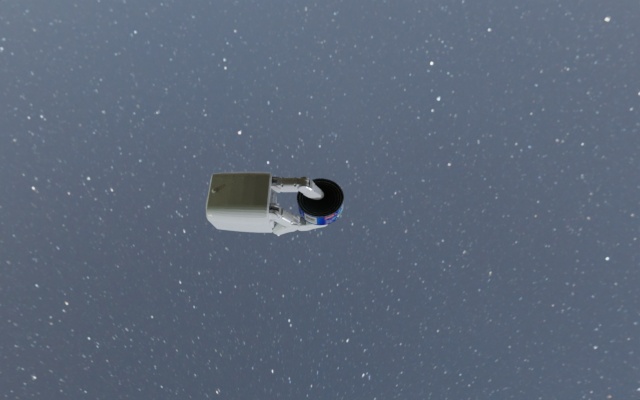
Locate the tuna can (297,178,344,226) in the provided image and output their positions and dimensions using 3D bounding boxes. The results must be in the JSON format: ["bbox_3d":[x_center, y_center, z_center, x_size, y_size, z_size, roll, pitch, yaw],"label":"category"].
[{"bbox_3d":[0.000,0.003,0.881,0.086,0.086,0.034,0,-35,2],"label":"tuna can"}]
